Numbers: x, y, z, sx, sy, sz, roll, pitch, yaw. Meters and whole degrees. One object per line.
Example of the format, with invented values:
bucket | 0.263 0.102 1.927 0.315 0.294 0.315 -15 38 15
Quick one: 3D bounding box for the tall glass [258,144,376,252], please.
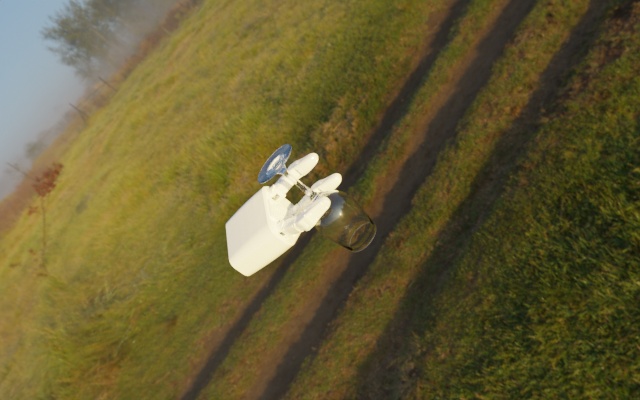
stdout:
tall glass | 0.000 0.002 0.754 0.201 0.079 0.079 40 -19 -24
